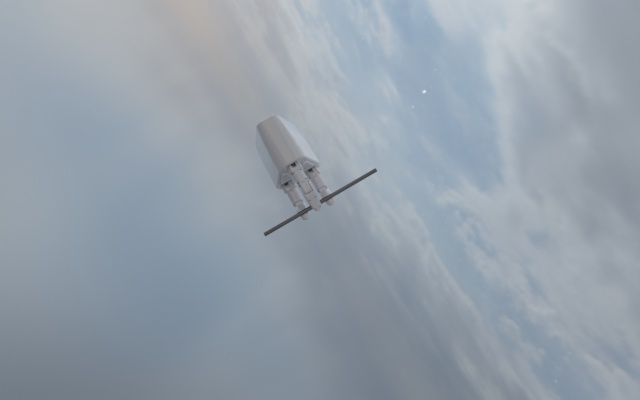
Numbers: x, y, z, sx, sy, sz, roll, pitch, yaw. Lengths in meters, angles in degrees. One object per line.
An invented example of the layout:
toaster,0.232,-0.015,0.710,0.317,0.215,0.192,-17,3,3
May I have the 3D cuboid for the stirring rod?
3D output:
stirring rod,0.000,0.003,0.887,0.239,0.011,0.011,-30,1,-2
